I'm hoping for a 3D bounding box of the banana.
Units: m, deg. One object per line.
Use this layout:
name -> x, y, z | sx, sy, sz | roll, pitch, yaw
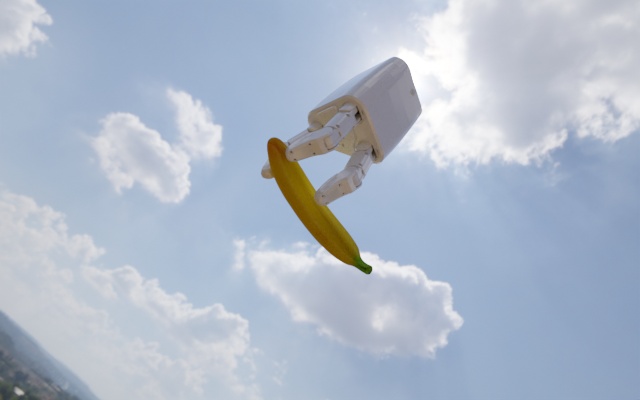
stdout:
banana -> -0.006, 0.008, 0.584 | 0.037, 0.198, 0.069 | -43, 11, -28
